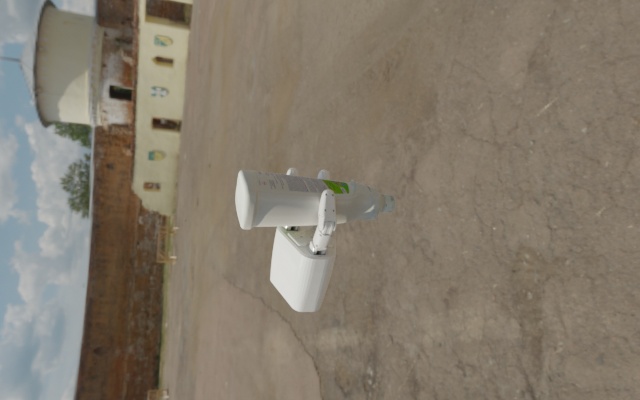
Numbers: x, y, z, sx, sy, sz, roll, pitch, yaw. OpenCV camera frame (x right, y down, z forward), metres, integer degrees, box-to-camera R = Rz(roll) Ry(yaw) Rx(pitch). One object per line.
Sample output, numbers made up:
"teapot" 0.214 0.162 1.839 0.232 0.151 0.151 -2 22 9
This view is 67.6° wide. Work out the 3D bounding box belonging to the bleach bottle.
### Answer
"bleach bottle" 0.000 0.002 0.741 0.251 0.068 0.102 3 27 -19
